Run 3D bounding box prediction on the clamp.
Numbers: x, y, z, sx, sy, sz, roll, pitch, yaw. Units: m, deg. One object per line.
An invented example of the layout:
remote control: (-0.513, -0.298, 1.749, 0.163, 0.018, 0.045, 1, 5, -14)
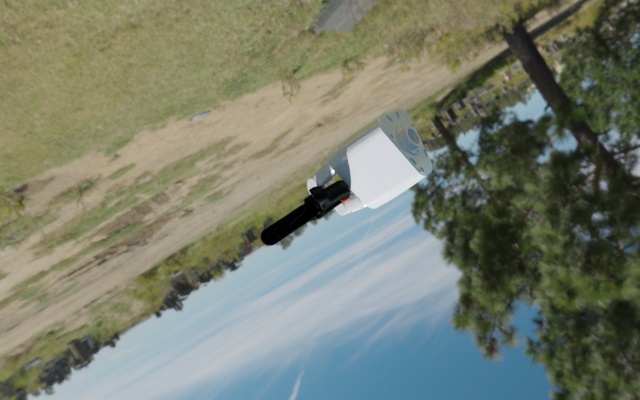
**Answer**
clamp: (0.000, 0.003, 0.673, 0.120, 0.039, 0.171, -34, -2, 40)
